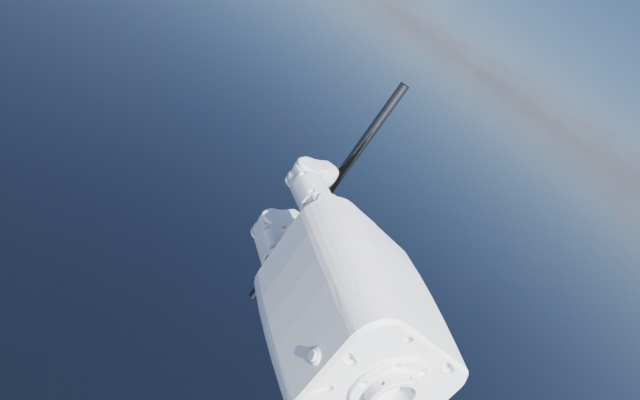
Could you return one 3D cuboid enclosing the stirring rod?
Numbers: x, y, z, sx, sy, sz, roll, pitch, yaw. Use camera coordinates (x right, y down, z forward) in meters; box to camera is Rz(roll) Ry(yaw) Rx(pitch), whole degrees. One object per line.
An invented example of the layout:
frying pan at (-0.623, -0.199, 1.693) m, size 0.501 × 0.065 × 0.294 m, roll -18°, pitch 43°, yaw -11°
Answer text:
stirring rod at (0.000, 0.001, 0.413) m, size 0.011 × 0.240 × 0.011 m, roll 30°, pitch 23°, yaw -14°
